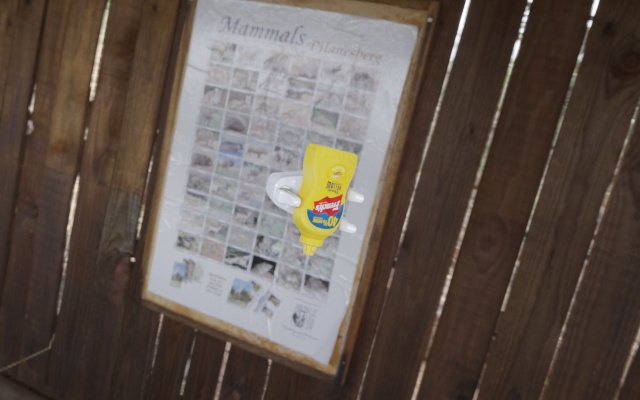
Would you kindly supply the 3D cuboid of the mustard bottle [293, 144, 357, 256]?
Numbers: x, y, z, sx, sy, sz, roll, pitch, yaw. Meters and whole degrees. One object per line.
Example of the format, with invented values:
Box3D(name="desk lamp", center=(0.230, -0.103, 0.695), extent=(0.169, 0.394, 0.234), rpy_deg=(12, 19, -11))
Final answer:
Box3D(name="mustard bottle", center=(0.000, 0.003, 0.833), extent=(0.096, 0.191, 0.058), rpy_deg=(9, 8, -40))
